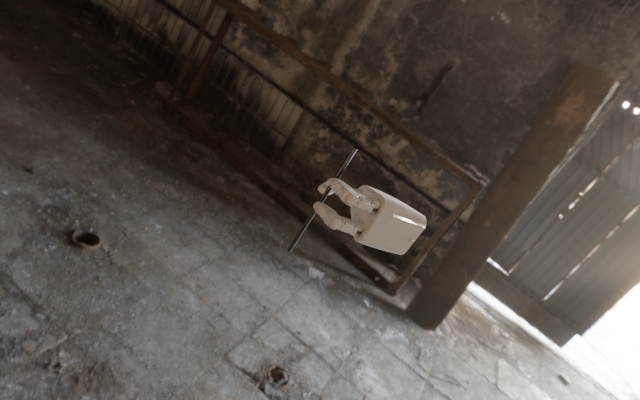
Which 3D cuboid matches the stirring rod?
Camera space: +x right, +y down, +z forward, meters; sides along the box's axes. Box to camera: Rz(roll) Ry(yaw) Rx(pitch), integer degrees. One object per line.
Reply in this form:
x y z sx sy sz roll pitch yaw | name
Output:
0.000 0.003 0.863 0.011 0.240 0.011 27 25 -13 | stirring rod
